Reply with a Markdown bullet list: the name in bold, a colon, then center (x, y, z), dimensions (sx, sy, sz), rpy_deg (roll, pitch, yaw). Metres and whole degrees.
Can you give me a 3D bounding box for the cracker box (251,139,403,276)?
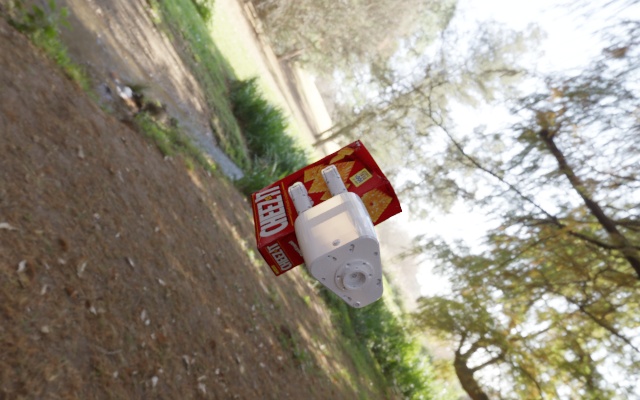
- **cracker box**: center (0.000, 0.003, 0.754), dimensions (0.214, 0.072, 0.164), rpy_deg (-27, 31, 4)
